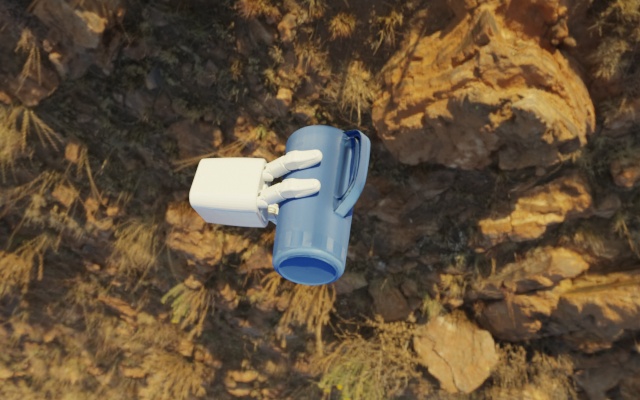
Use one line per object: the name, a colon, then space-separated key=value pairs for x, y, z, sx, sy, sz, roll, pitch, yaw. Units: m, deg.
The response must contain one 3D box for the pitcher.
pitcher: x=0.000 y=0.003 z=0.760 sx=0.145 sy=0.242 sz=0.149 roll=4 pitch=-36 yaw=4
